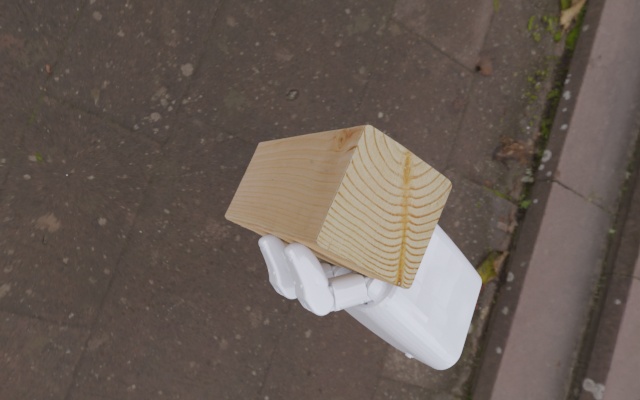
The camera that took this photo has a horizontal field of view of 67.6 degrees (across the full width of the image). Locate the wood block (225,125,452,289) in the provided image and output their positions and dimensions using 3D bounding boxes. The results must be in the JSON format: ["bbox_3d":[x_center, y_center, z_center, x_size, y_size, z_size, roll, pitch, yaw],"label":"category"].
[{"bbox_3d":[0.001,0.001,0.422,0.090,0.091,0.206,29,-11,-26],"label":"wood block"}]
